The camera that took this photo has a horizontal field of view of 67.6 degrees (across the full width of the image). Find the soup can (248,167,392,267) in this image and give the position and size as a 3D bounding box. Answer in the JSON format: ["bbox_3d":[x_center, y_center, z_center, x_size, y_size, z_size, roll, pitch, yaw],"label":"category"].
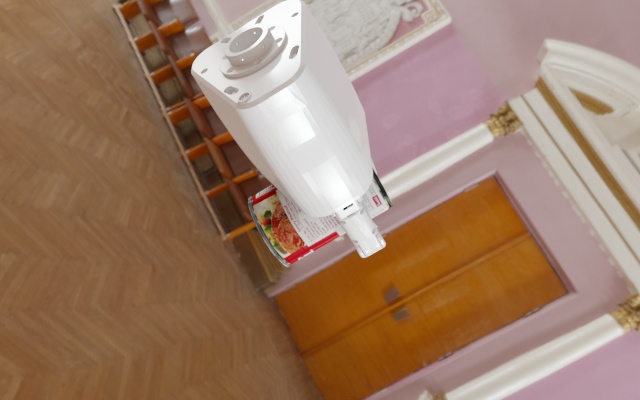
[{"bbox_3d":[0.001,0.002,0.402,0.102,0.068,0.068,-30,-3,5],"label":"soup can"}]
